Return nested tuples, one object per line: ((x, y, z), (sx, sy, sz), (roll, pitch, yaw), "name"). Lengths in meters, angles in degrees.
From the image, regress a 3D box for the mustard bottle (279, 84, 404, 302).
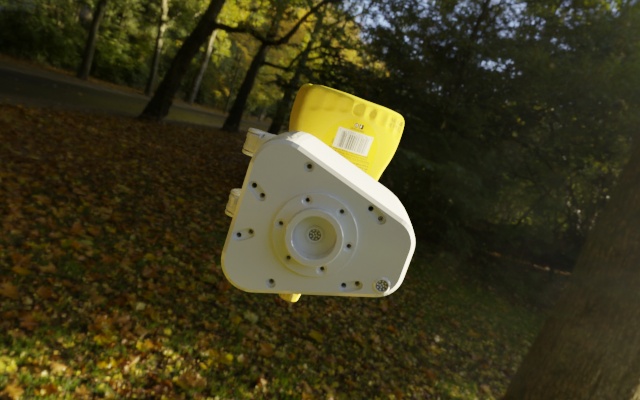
((0.000, 0.001, 0.428), (0.096, 0.191, 0.058), (15, 10, -24), "mustard bottle")
